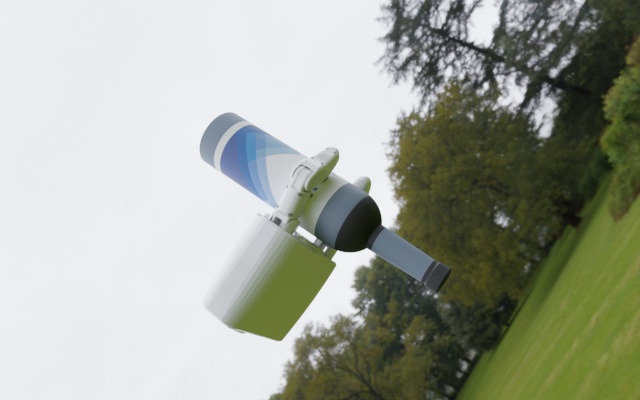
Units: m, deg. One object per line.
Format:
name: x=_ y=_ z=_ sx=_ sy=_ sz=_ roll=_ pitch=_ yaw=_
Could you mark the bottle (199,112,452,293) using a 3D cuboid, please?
bottle: x=0.000 y=0.001 z=0.498 sx=0.295 sy=0.069 sz=0.069 roll=33 pitch=13 yaw=21
